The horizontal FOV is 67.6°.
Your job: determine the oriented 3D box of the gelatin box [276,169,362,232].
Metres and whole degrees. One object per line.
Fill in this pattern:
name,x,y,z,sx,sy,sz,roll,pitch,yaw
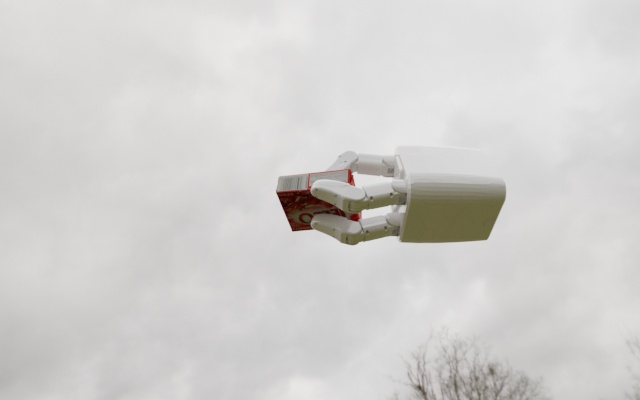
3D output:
gelatin box,0.000,0.002,0.564,0.089,0.030,0.073,-5,-42,12
